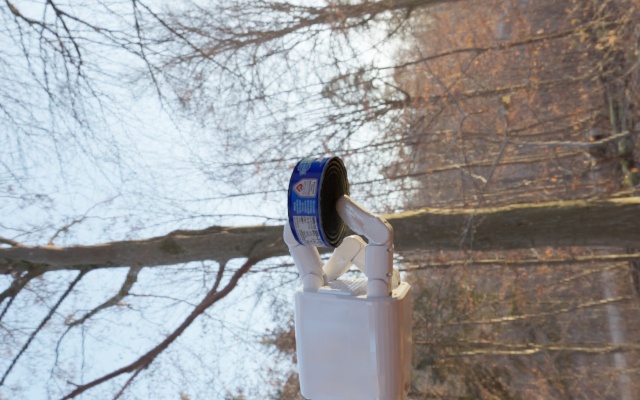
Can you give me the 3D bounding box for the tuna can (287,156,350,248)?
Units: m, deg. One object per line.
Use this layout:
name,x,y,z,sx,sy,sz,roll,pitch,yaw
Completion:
tuna can,0.000,0.001,0.450,0.034,0.086,0.086,1,0,20
